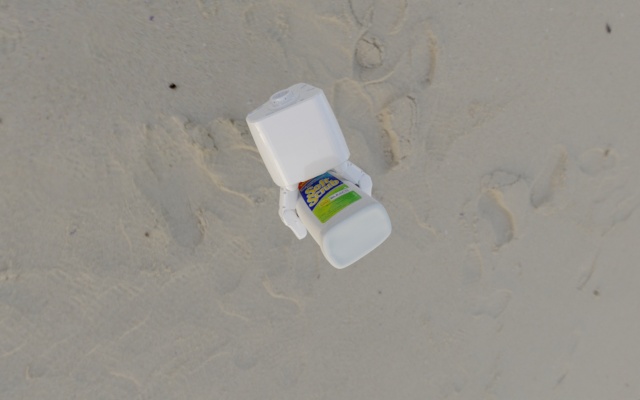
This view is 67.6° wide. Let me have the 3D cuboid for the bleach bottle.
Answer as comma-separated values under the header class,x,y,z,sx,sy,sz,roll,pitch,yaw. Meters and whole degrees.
class,x,y,z,sx,sy,sz,roll,pitch,yaw
bleach bottle,0.000,0.002,0.715,0.102,0.068,0.250,-32,30,-11
